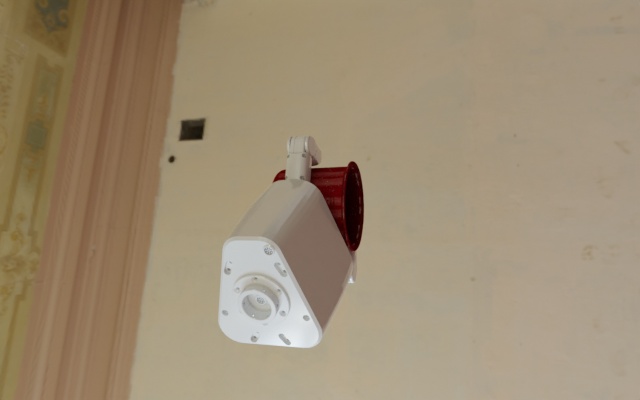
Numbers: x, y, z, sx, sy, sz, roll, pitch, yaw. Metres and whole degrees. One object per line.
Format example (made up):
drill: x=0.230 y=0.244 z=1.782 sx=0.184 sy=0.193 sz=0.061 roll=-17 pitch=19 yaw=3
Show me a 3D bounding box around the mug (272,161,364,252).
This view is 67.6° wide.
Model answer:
mug: x=0.000 y=0.001 z=0.514 sx=0.081 sy=0.093 sz=0.117 roll=-1 pitch=24 yaw=17
